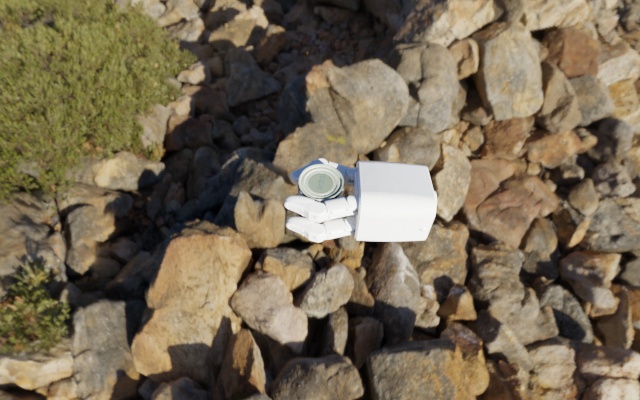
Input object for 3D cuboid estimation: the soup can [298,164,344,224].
[{"bbox_3d":[0.000,0.002,0.713,0.068,0.068,0.102,0,-35,-1],"label":"soup can"}]
